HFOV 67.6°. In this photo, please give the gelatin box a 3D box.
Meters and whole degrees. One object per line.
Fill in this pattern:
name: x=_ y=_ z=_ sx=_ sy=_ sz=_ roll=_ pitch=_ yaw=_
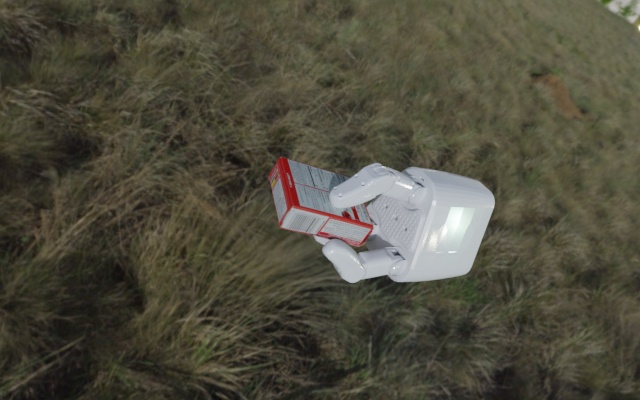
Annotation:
gelatin box: x=0.000 y=0.001 z=0.450 sx=0.089 sy=0.030 sz=0.073 roll=15 pitch=35 yaw=-27
